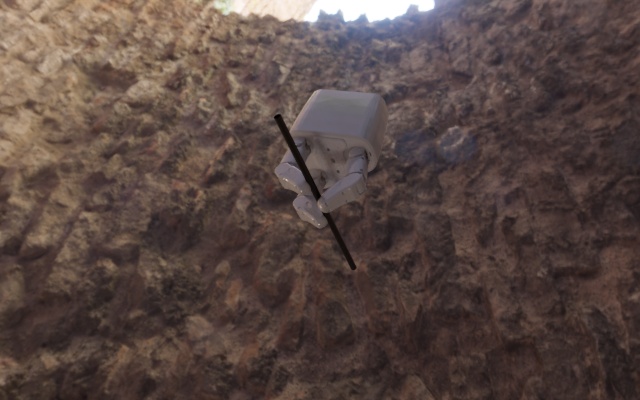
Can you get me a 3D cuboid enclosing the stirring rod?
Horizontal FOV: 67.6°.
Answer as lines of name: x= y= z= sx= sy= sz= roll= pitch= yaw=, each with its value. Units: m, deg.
stirring rod: x=0.000 y=0.002 z=0.550 sx=0.011 sy=0.240 sz=0.011 roll=-16 pitch=38 yaw=13
